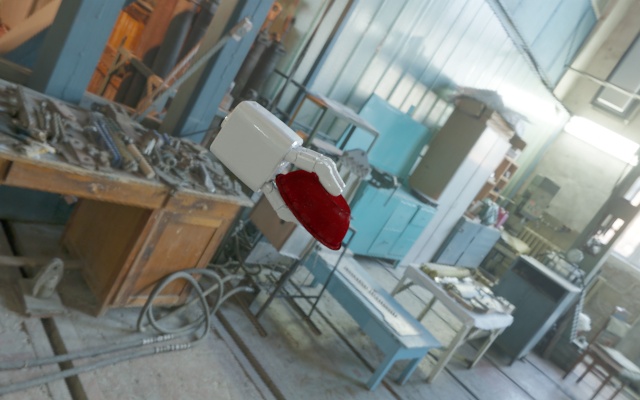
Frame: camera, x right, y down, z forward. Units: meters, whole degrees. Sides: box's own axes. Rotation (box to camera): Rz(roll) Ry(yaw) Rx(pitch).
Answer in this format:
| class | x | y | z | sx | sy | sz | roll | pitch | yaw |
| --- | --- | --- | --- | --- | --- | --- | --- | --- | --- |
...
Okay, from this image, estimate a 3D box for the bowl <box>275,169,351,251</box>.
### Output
| class | x | y | z | sx | sy | sz | roll | pitch | yaw |
| --- | --- | --- | --- | --- | --- | --- | --- | --- | --- |
| bowl | 0.001 | 0.003 | 0.782 | 0.055 | 0.162 | 0.162 | -39 | -10 | 13 |
